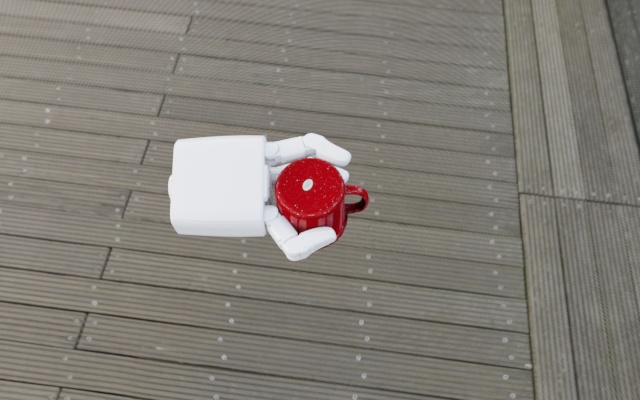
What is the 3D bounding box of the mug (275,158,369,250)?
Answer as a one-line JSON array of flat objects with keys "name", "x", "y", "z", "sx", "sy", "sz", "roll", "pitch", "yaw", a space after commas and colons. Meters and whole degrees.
[{"name": "mug", "x": 0.002, "y": 0.002, "z": 0.576, "sx": 0.117, "sy": 0.093, "sz": 0.081, "roll": -2, "pitch": -28, "yaw": 0}]
